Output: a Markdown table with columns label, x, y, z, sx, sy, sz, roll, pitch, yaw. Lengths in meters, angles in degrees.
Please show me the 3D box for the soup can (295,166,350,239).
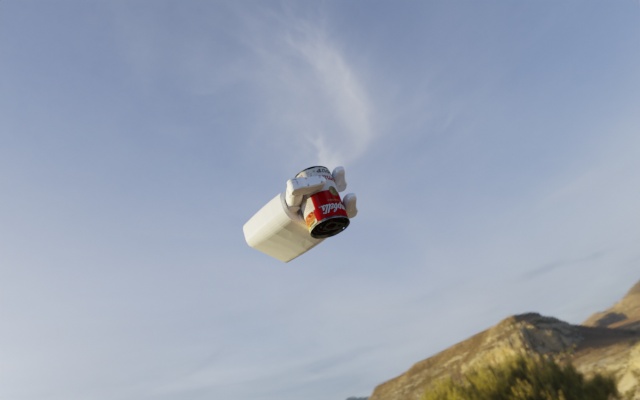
| label | x | y | z | sx | sy | sz | roll | pitch | yaw |
| --- | --- | --- | --- | --- | --- | --- | --- | --- | --- |
| soup can | 0.000 | 0.002 | 0.784 | 0.068 | 0.102 | 0.068 | -15 | -28 | -9 |
